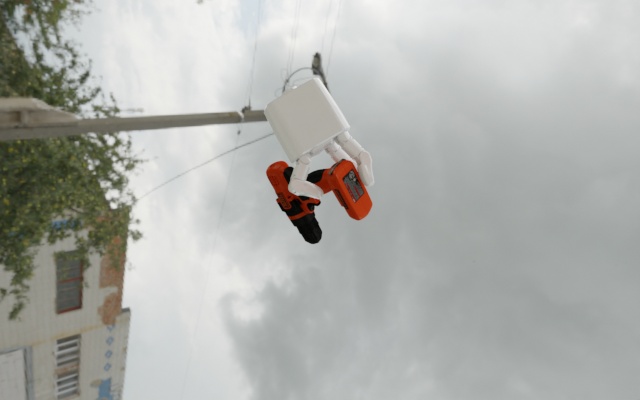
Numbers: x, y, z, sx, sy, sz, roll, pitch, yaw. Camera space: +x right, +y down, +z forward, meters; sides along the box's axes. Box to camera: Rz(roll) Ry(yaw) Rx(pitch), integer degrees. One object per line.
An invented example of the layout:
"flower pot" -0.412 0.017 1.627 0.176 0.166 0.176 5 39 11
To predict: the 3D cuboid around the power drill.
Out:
"power drill" 0.000 0.003 0.878 0.187 0.184 0.057 -7 31 43
